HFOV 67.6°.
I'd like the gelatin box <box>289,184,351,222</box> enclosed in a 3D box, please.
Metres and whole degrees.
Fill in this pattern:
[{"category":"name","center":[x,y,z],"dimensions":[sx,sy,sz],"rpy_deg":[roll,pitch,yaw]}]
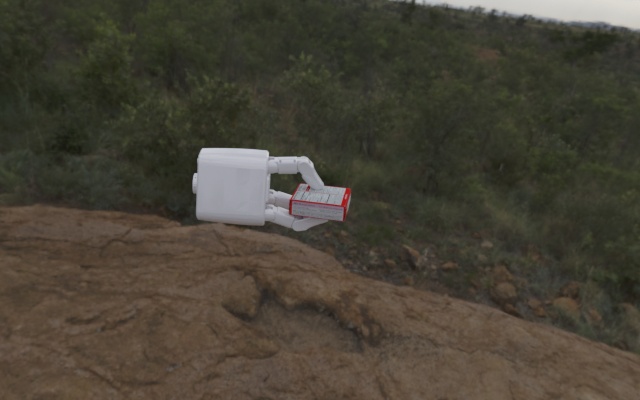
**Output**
[{"category":"gelatin box","center":[0.000,0.002,0.758],"dimensions":[0.089,0.030,0.073],"rpy_deg":[6,23,8]}]
